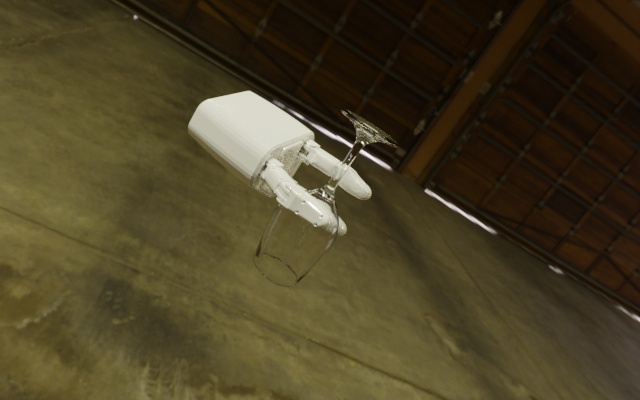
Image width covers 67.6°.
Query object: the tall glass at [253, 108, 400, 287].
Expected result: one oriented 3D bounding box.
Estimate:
[{"bbox_3d":[0.001,0.001,0.534,0.079,0.201,0.079,31,16,-10],"label":"tall glass"}]
